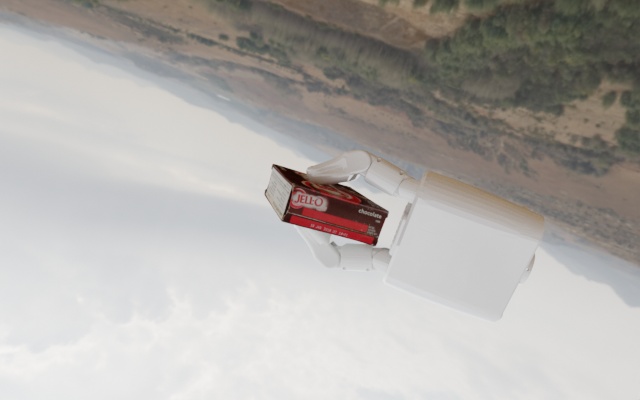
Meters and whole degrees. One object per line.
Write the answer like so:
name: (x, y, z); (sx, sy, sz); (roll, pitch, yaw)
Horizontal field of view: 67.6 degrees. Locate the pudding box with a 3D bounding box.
pudding box: (0.000, 0.002, 0.448); (0.090, 0.039, 0.113); (17, 6, -18)
